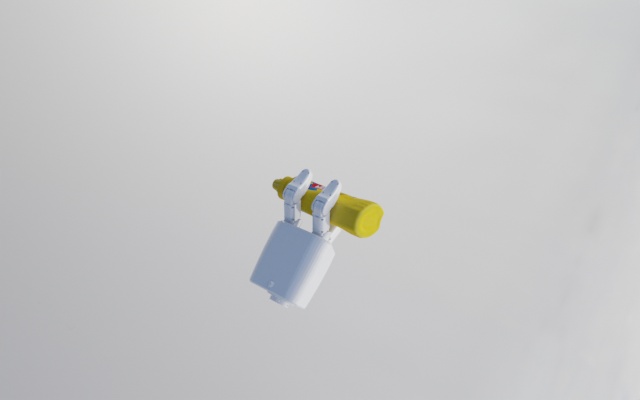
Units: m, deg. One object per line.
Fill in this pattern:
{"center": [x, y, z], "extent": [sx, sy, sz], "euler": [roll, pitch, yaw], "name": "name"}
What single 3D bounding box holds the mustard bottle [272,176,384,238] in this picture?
{"center": [0.000, 0.002, 0.773], "extent": [0.191, 0.058, 0.096], "euler": [21, 11, 29], "name": "mustard bottle"}
